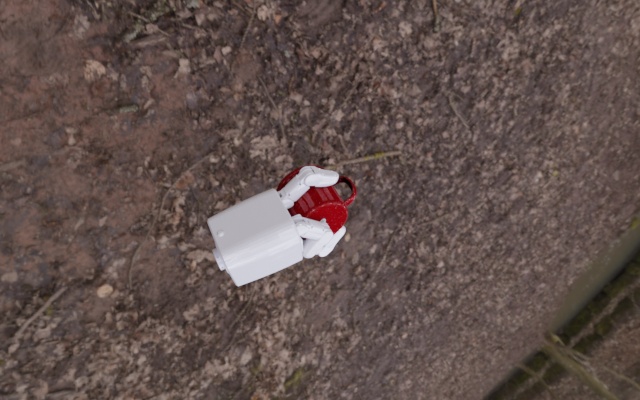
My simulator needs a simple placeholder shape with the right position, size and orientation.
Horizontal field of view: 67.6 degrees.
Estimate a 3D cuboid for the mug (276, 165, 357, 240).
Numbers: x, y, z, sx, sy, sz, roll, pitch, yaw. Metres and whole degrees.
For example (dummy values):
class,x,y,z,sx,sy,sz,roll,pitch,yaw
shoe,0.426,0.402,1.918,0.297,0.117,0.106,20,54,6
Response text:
class,x,y,z,sx,sy,sz,roll,pitch,yaw
mug,0.002,0.002,0.724,0.117,0.081,0.093,-24,-40,-10
